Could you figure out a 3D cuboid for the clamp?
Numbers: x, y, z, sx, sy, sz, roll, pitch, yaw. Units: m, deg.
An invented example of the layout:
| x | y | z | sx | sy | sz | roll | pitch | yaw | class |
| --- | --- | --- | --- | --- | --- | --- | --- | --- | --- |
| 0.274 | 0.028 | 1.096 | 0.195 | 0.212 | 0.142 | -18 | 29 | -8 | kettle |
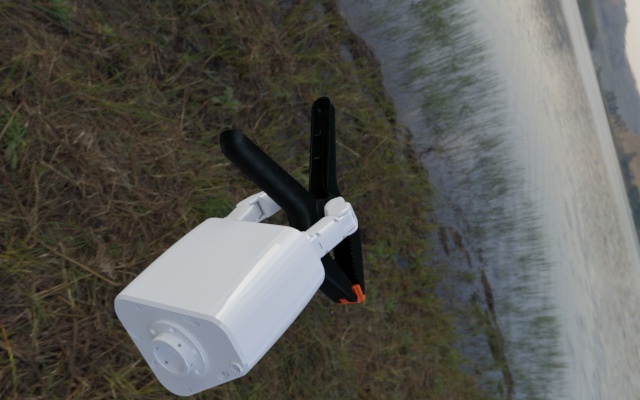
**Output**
| x | y | z | sx | sy | sz | roll | pitch | yaw | class |
| --- | --- | --- | --- | --- | --- | --- | --- | --- | --- |
| 0.001 | 0.002 | 0.470 | 0.036 | 0.210 | 0.164 | -12 | 20 | 37 | clamp |
